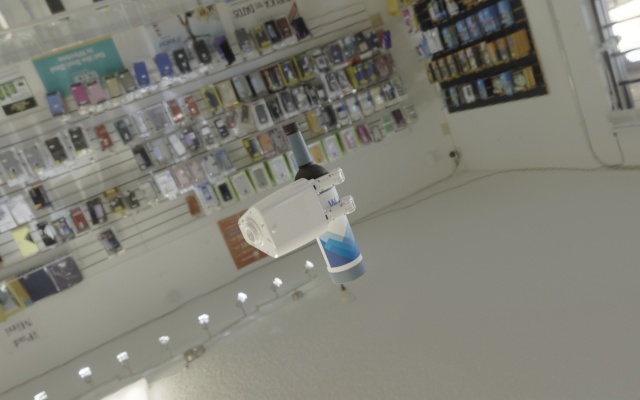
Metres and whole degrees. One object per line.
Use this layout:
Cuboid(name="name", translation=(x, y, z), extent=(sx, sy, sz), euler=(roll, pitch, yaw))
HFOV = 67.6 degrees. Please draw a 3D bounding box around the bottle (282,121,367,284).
Cuboid(name="bottle", translation=(0.000, 0.003, 0.848), extent=(0.069, 0.296, 0.069), euler=(-21, 11, 4))
